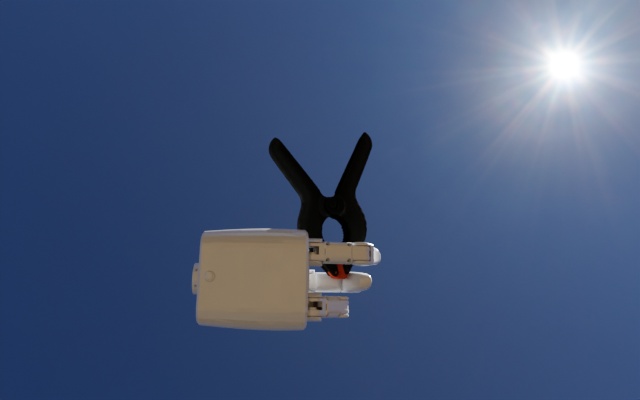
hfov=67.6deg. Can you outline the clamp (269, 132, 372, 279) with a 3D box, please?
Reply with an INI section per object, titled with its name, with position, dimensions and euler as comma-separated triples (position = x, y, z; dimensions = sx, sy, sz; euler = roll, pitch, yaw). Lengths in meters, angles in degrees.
[clamp]
position = 0.000, 0.002, 0.537
dimensions = 0.120, 0.171, 0.039
euler = 2, -12, -7
